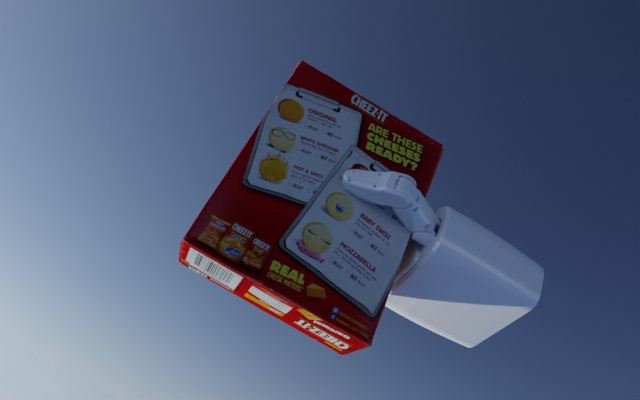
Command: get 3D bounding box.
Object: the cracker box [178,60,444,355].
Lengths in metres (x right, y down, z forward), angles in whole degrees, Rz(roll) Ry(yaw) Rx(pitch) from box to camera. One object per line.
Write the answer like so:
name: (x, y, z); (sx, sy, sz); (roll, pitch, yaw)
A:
cracker box: (0.000, 0.001, 0.430); (0.164, 0.213, 0.072); (30, -31, -6)
